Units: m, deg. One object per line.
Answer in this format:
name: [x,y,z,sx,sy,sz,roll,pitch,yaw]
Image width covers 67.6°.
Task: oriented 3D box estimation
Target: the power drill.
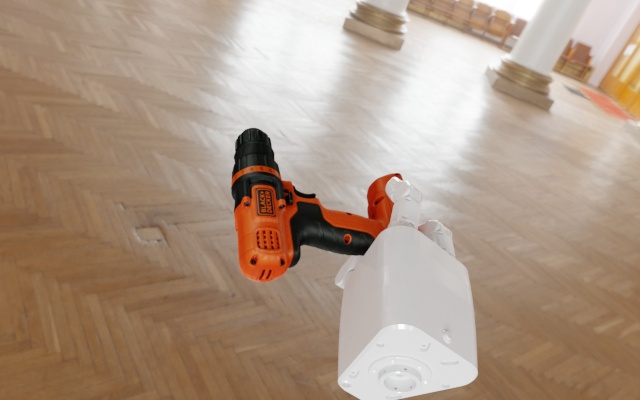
power drill: [0.001,0.002,0.504,0.187,0.184,0.057,4,-38,-18]
